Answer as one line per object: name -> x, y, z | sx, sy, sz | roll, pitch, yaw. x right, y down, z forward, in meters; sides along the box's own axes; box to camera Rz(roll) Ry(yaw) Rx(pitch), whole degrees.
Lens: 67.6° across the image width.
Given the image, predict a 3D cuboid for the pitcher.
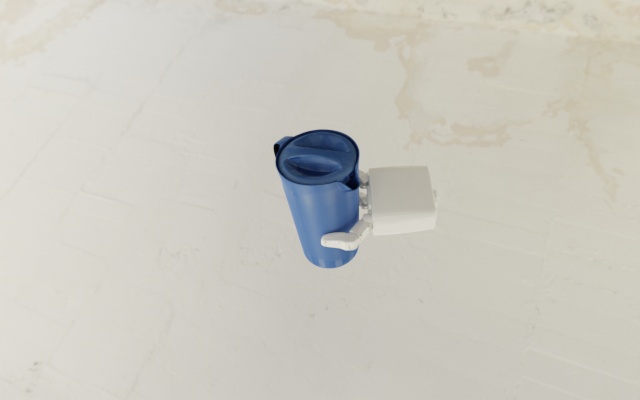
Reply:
pitcher -> 0.000, 0.003, 0.832 | 0.145, 0.149, 0.243 | -5, -44, 3
